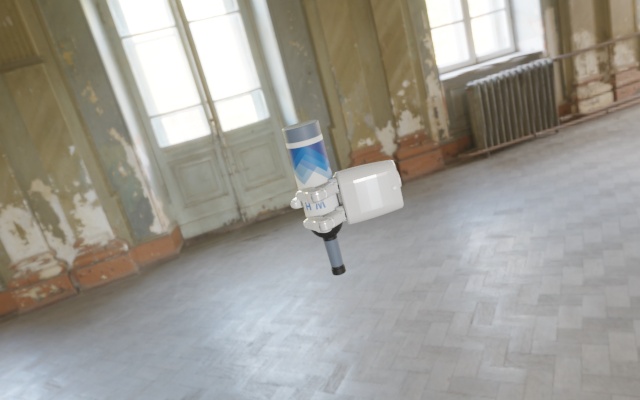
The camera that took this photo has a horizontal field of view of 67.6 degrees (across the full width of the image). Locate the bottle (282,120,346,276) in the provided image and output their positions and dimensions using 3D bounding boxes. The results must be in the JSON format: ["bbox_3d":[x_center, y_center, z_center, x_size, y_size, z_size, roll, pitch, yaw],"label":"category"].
[{"bbox_3d":[0.000,0.003,0.884,0.069,0.296,0.069,-14,17,4],"label":"bottle"}]
